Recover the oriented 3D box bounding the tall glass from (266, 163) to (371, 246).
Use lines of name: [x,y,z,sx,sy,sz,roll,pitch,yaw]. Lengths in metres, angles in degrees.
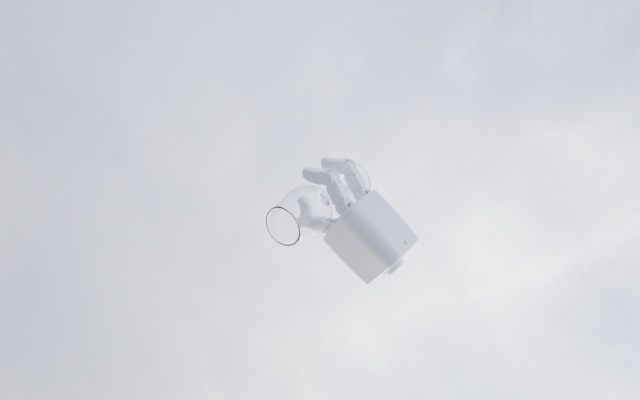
tall glass: [0.000,0.002,0.758,0.079,0.079,0.201,0,21,36]
